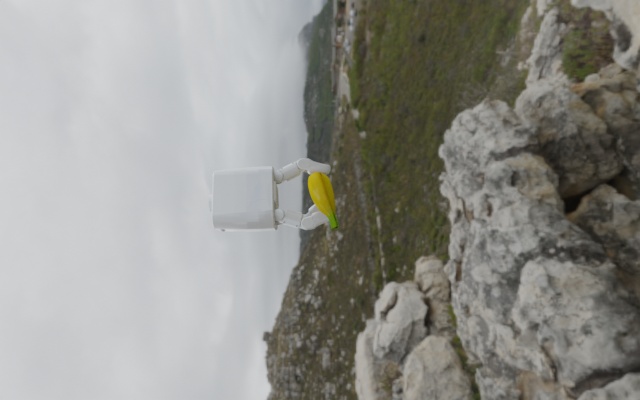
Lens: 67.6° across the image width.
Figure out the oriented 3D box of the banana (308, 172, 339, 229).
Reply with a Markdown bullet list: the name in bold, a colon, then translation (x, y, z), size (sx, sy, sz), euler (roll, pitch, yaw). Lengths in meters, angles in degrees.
- **banana**: translation (-0.001, -0.014, 0.800), size (0.037, 0.070, 0.197), euler (-6, 17, -3)
